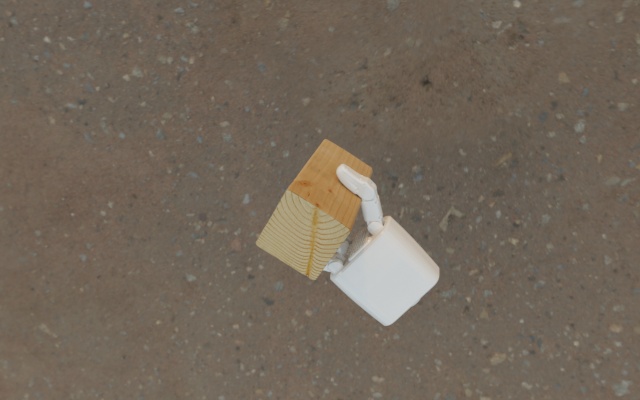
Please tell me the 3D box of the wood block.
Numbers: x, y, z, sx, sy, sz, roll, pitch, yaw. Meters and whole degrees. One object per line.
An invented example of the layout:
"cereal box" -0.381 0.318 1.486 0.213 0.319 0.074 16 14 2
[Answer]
"wood block" 0.001 0.002 0.656 0.090 0.091 0.206 33 27 -2
